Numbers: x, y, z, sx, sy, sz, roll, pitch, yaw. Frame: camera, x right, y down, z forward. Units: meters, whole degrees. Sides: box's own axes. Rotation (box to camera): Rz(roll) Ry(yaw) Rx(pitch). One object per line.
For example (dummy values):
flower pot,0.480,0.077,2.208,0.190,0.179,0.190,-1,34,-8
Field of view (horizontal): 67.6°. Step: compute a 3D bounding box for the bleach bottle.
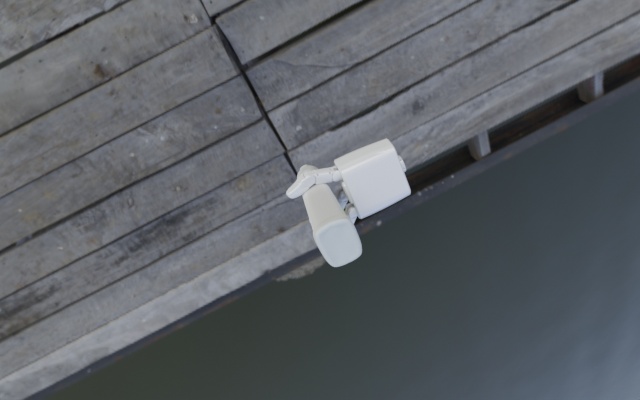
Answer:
bleach bottle,0.000,0.003,0.866,0.068,0.103,0.250,-25,38,0
